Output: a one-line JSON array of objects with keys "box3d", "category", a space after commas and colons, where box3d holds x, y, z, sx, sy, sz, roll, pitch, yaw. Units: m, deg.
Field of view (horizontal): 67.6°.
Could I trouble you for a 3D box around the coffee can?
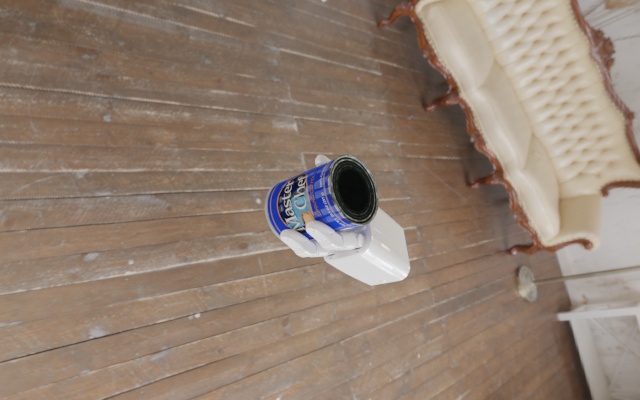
[{"box3d": [0.000, 0.002, 0.709, 0.103, 0.103, 0.140, 0, -15, -46], "category": "coffee can"}]
